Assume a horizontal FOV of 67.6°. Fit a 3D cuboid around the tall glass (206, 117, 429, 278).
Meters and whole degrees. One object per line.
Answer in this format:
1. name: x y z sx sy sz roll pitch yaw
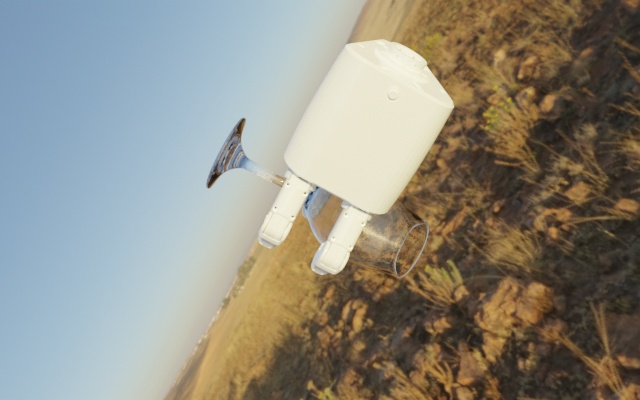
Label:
1. tall glass: -0.001 0.001 0.451 0.201 0.079 0.079 28 -3 -5
